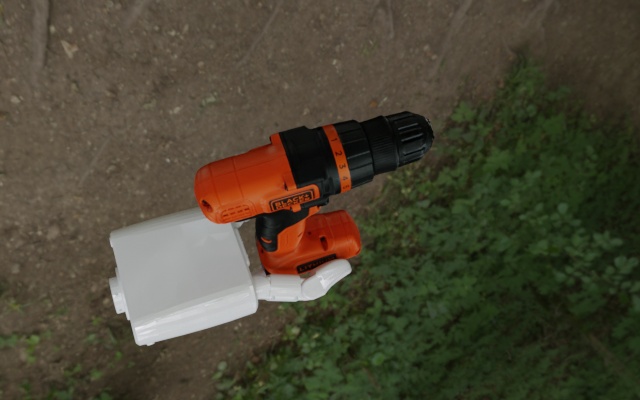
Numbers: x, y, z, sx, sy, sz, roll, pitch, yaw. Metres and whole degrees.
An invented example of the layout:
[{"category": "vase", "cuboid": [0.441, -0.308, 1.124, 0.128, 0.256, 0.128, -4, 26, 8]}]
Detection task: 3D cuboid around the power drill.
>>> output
[{"category": "power drill", "cuboid": [0.000, 0.002, 0.420, 0.184, 0.057, 0.188, -15, -27, -5]}]
